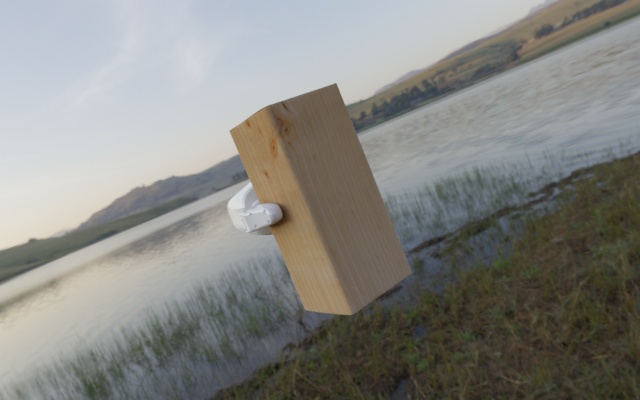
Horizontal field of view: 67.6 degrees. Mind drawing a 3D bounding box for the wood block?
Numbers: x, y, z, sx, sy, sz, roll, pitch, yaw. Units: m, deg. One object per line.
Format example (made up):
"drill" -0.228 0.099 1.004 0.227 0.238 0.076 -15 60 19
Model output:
"wood block" 0.000 0.002 0.488 0.091 0.206 0.090 -27 7 -33
